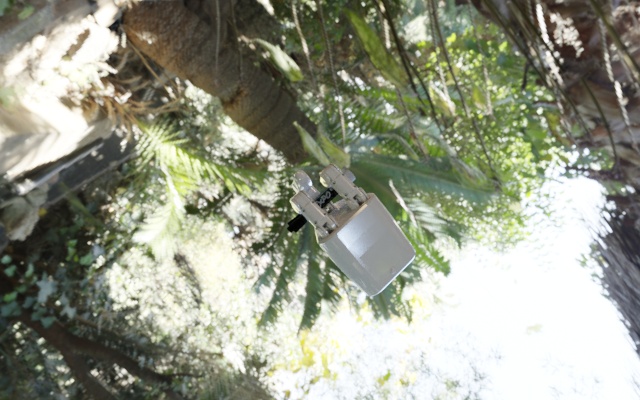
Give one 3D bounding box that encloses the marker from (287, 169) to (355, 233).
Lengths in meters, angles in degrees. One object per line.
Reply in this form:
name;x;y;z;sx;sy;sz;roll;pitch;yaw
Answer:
marker;0.000;0.002;0.673;0.121;0.020;0.020;-42;9;-10
